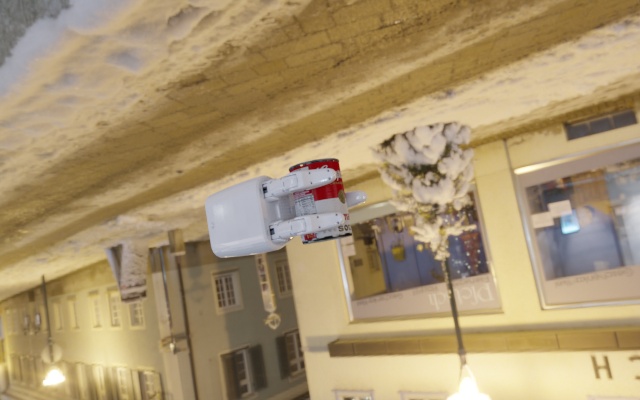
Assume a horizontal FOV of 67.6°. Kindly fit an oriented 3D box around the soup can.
[{"bbox_3d":[0.001,0.002,0.625,0.068,0.102,0.068,-10,-6,-1],"label":"soup can"}]
